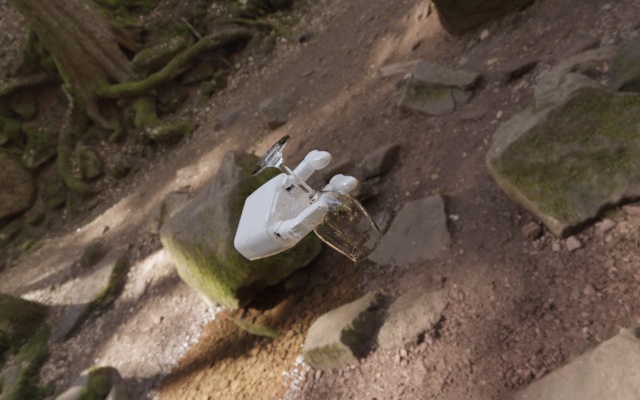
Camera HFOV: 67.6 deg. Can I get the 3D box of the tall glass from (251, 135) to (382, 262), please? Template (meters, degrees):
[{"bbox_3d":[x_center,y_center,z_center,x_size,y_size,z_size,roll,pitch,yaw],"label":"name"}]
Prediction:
[{"bbox_3d":[0.000,0.002,0.681,0.201,0.079,0.079,43,-16,-18],"label":"tall glass"}]
